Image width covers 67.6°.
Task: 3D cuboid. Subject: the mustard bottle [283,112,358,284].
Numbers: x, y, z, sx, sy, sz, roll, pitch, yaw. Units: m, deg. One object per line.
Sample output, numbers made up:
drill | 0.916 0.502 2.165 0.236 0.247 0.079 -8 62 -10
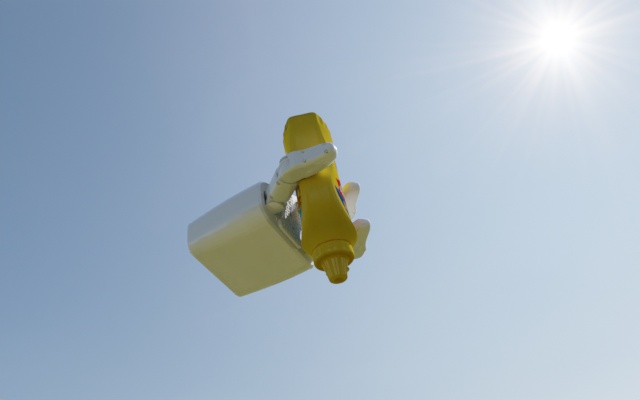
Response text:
mustard bottle | 0.000 0.001 0.511 0.058 0.191 0.096 -11 -37 -1
